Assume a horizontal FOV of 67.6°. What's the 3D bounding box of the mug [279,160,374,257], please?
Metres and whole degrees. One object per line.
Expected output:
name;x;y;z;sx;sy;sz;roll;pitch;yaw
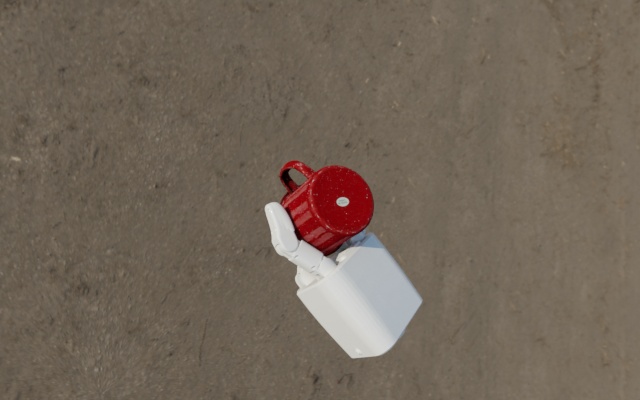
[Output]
mug;-0.001;0.001;0.542;0.093;0.117;0.081;-41;1;-31
